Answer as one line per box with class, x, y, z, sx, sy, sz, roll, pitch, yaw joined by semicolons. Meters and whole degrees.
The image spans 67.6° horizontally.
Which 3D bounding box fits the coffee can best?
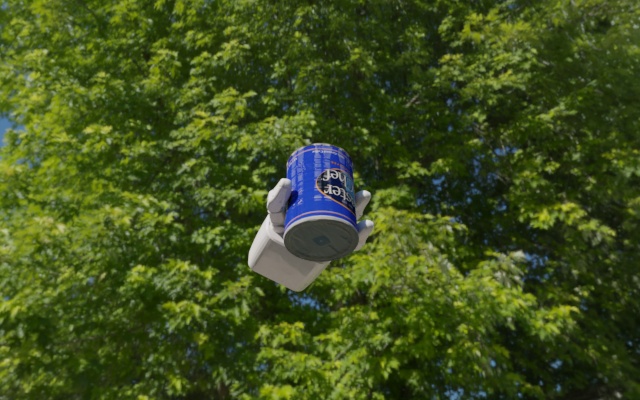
coffee can;0.000;0.002;0.690;0.103;0.140;0.103;-1;-39;0
